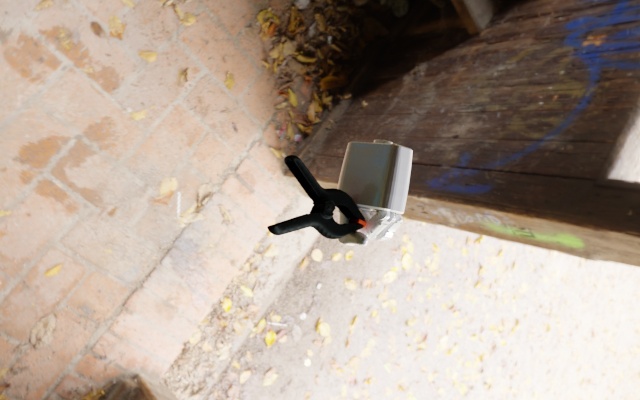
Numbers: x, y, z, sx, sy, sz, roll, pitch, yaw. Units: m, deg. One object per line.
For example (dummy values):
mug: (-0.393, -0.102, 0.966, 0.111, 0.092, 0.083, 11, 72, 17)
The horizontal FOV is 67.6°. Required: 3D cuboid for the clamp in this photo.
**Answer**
clamp: (0.001, 0.003, 0.730, 0.171, 0.120, 0.039, 12, -5, -37)
